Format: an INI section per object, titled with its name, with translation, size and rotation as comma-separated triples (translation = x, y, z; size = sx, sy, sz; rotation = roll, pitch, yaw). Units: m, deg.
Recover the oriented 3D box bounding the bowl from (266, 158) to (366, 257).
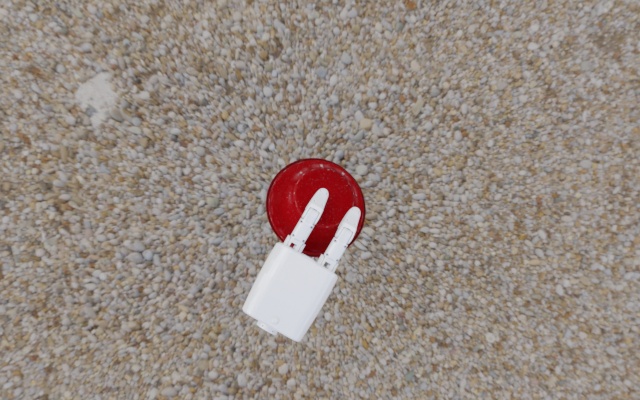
[bowl]
translation = 0.001, 0.001, 0.726
size = 0.162, 0.162, 0.055
rotation = 0, -16, -14
